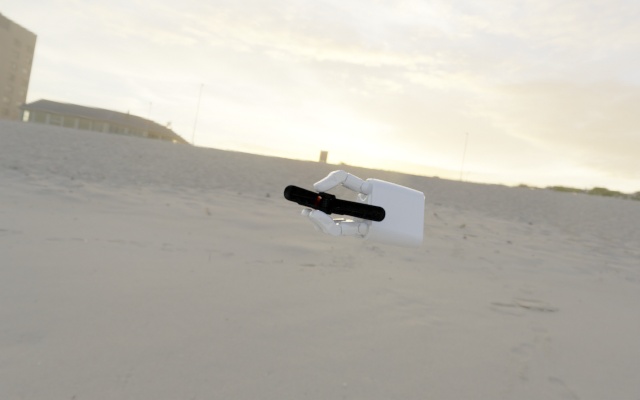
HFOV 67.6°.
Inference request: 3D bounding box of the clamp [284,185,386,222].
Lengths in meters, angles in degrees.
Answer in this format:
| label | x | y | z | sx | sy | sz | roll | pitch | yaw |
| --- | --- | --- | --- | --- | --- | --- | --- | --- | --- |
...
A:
| label | x | y | z | sx | sy | sz | roll | pitch | yaw |
| --- | --- | --- | --- | --- | --- | --- | --- | --- | --- |
| clamp | 0.000 | 0.002 | 0.825 | 0.164 | 0.036 | 0.210 | 15 | -3 | -16 |
